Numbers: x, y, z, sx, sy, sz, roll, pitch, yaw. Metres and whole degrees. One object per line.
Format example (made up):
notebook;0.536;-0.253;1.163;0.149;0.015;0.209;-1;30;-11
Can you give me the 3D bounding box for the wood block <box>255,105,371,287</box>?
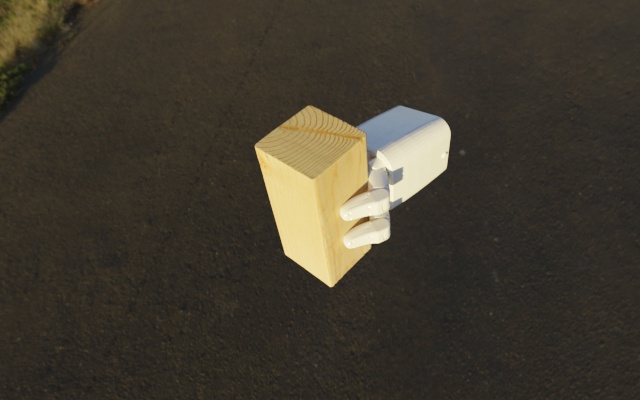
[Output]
wood block;0.000;0.001;0.590;0.090;0.206;0.090;32;60;31
